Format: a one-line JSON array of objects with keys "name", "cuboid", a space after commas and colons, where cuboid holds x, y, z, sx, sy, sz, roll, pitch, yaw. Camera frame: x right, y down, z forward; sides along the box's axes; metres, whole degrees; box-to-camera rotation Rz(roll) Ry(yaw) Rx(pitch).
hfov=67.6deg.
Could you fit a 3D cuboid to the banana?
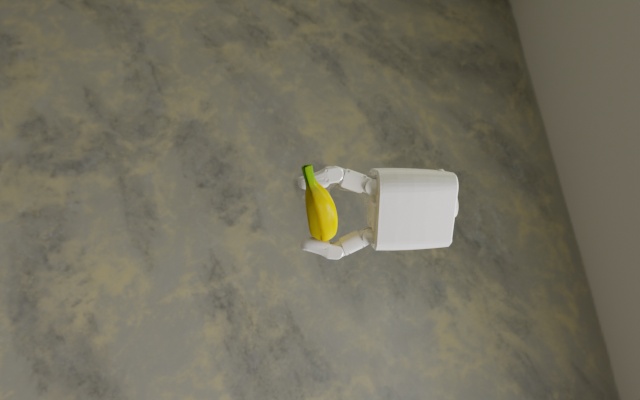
[{"name": "banana", "cuboid": [0.002, 0.019, 0.616, 0.037, 0.069, 0.198, -5, -18, 0]}]
